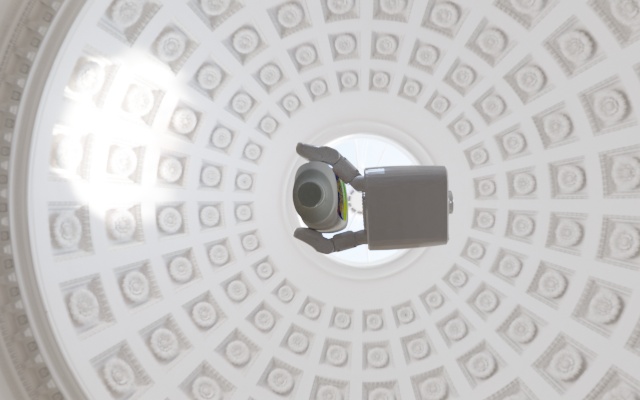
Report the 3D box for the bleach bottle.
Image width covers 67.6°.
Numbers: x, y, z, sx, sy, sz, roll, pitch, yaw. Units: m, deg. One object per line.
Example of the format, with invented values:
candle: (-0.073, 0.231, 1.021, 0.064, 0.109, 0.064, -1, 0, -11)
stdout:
bleach bottle: (0.000, 0.002, 0.656, 0.068, 0.102, 0.251, -4, 0, 5)
